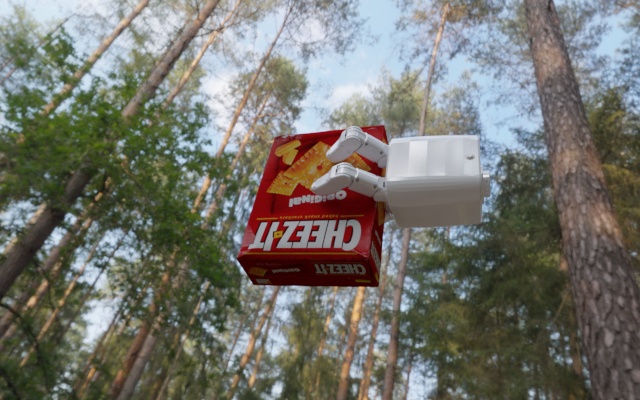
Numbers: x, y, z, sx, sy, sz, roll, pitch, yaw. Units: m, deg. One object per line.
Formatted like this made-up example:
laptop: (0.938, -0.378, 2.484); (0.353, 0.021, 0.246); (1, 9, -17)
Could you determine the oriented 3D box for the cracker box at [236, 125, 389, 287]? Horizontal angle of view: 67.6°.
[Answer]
cracker box: (0.000, 0.002, 0.621); (0.164, 0.213, 0.072); (-3, -40, 18)
